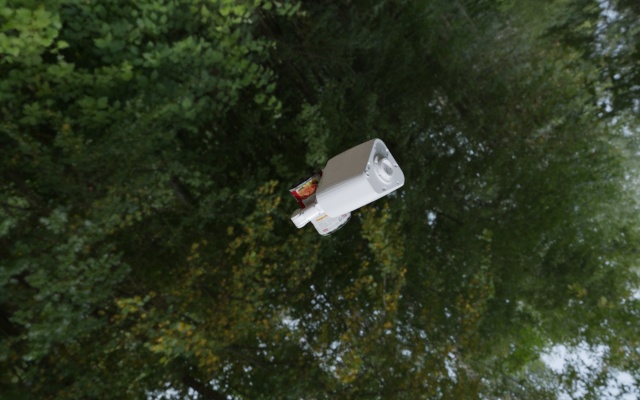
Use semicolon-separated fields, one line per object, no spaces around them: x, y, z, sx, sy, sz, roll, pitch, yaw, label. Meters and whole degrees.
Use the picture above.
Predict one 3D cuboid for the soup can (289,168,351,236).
0.000;0.003;0.848;0.068;0.102;0.068;-33;11;8;soup can
